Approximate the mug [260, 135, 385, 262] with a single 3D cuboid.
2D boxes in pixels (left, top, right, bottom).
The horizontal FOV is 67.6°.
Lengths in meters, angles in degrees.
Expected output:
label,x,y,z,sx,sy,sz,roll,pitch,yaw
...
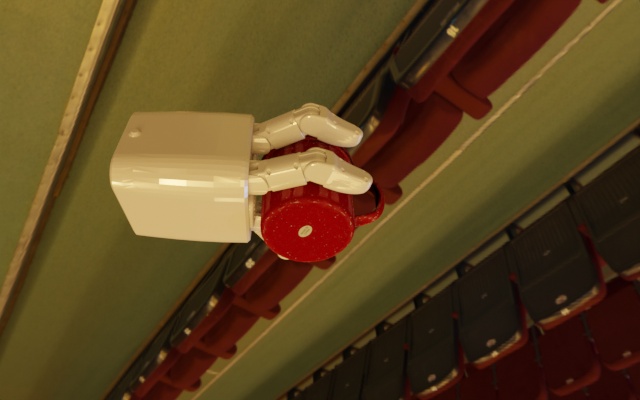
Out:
label,x,y,z,sx,sy,sz,roll,pitch,yaw
mug,0.002,0.002,0.434,0.117,0.093,0.081,2,44,-4
